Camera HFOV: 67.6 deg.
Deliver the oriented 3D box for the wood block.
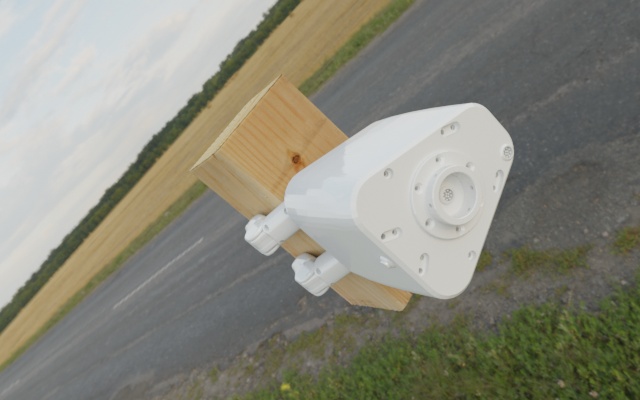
[{"bbox_3d":[0.000,0.001,0.432,0.206,0.090,0.090,42,-24,-17],"label":"wood block"}]
